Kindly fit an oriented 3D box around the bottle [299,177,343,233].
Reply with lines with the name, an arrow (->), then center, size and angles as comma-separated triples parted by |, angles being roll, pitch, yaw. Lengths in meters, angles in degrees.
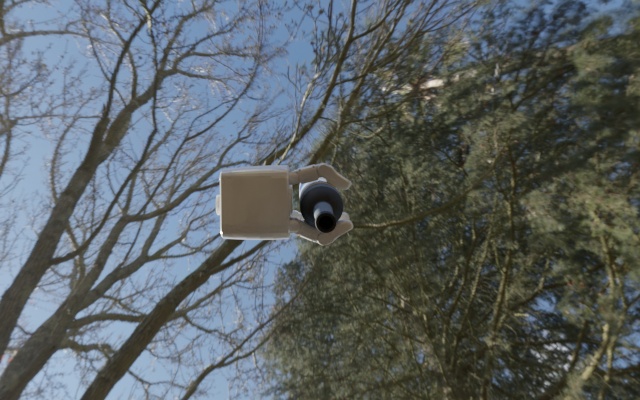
bottle -> 0.000, 0.002, 0.761 | 0.069, 0.069, 0.295 | 0, 10, -3
